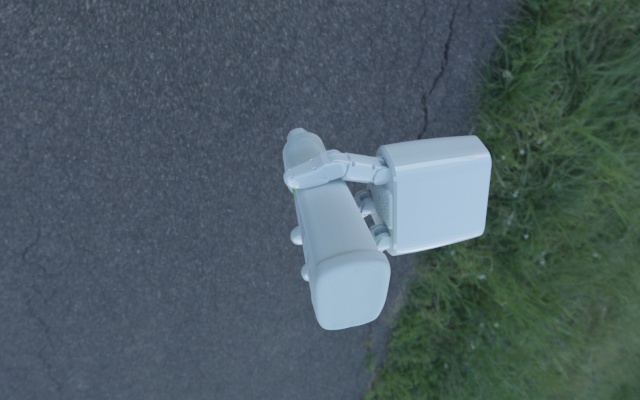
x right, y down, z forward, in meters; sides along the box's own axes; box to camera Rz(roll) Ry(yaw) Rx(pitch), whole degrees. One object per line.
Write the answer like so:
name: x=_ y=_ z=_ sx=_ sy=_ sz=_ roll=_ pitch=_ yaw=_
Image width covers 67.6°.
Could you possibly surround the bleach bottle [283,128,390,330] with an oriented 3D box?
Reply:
bleach bottle: x=0.000 y=0.002 z=0.501 sx=0.068 sy=0.103 sz=0.250 roll=-9 pitch=46 yaw=-9
